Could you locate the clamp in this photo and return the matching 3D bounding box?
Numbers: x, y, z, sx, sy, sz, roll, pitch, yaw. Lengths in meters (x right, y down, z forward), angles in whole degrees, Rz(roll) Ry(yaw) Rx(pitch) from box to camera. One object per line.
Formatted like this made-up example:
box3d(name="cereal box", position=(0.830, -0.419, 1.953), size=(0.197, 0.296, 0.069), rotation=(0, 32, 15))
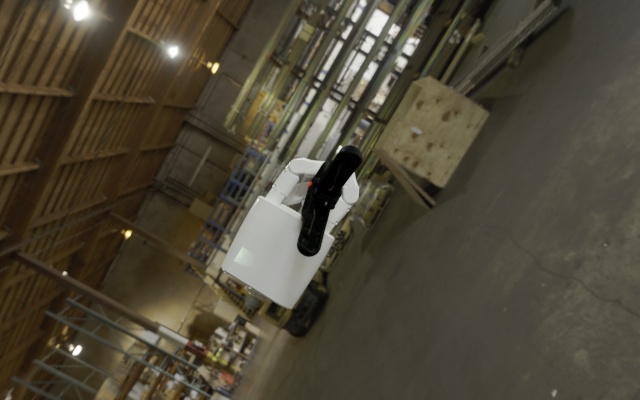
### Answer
box3d(name="clamp", position=(0.000, 0.001, 0.546), size=(0.039, 0.120, 0.171), rotation=(30, -4, -4))
